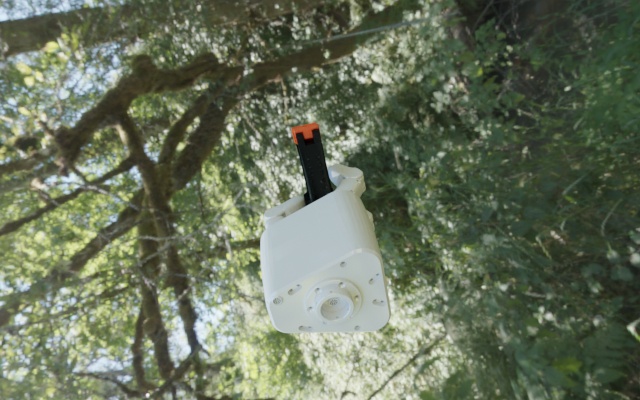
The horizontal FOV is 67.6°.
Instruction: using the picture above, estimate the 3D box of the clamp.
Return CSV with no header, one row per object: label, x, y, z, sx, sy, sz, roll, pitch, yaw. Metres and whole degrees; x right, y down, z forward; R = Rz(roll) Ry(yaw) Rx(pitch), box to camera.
clamp,-0.001,0.002,0.567,0.036,0.210,0.164,-14,28,-2
